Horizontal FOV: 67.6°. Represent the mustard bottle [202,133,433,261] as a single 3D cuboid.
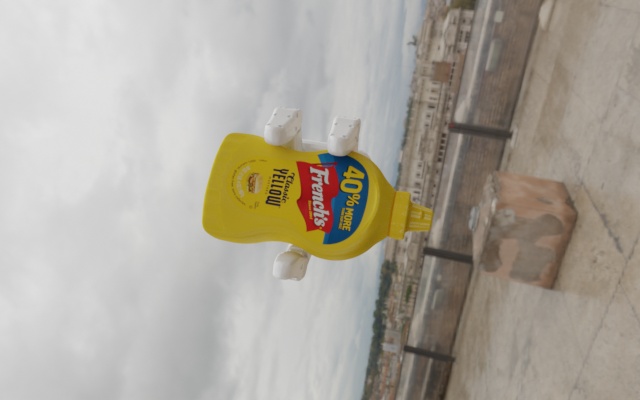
[{"bbox_3d":[0.000,0.001,0.415,0.191,0.096,0.058,10,-16,9],"label":"mustard bottle"}]
